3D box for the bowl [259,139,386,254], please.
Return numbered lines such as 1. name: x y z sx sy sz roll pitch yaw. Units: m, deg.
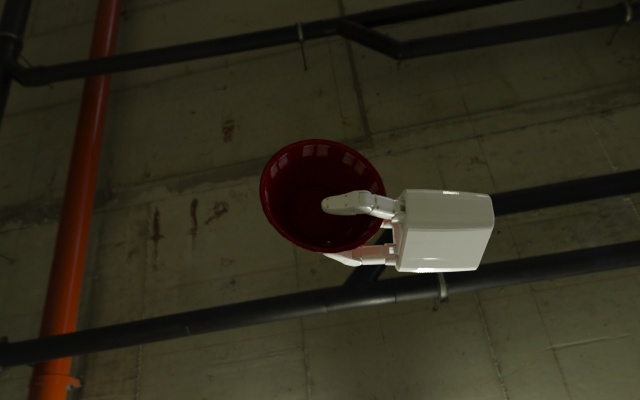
1. bowl: -0.001 0.002 0.612 0.162 0.162 0.055 0 -28 -13
